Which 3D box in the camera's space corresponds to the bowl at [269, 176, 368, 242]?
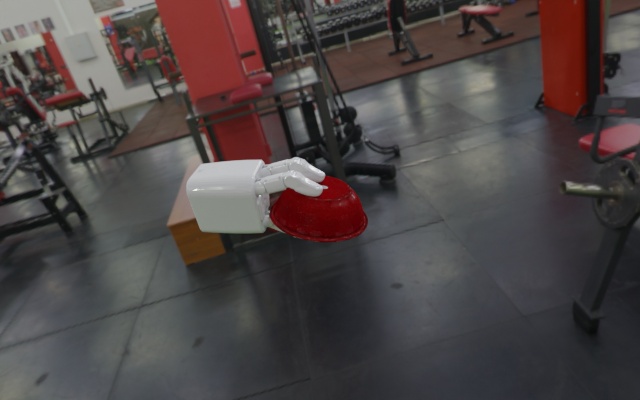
[{"bbox_3d":[0.001,0.002,0.767,0.162,0.055,0.162,5,27,-3],"label":"bowl"}]
